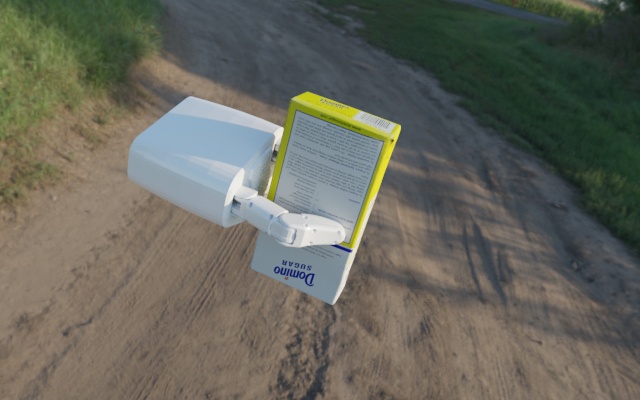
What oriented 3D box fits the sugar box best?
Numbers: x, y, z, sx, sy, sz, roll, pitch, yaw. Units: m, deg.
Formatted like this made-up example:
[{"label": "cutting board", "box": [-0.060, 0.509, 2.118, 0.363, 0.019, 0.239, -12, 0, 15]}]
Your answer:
[{"label": "sugar box", "box": [0.000, 0.001, 0.439, 0.093, 0.176, 0.048, 23, 29, 10]}]
